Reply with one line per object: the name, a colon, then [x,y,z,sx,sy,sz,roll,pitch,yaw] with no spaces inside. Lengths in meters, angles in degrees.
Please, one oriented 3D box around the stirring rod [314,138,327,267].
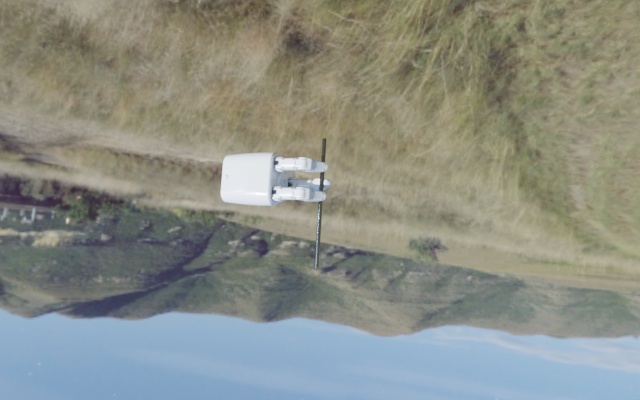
stirring rod: [0.000,0.003,0.888,0.011,0.239,0.011,3,-6,0]
